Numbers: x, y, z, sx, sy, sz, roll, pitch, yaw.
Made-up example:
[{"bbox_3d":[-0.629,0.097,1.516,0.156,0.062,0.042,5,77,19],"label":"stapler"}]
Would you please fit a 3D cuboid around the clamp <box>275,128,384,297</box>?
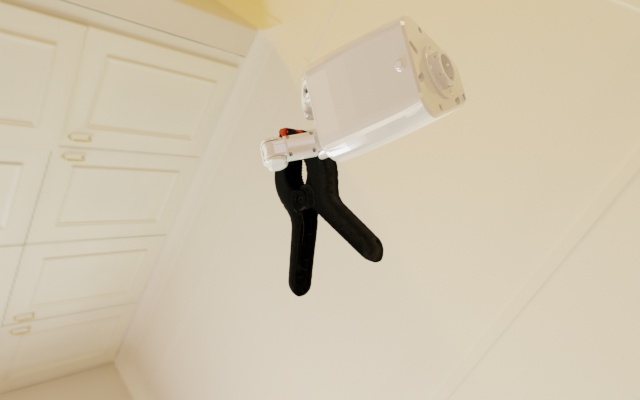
[{"bbox_3d":[0.000,0.001,0.469,0.120,0.171,0.039,-19,-12,36],"label":"clamp"}]
